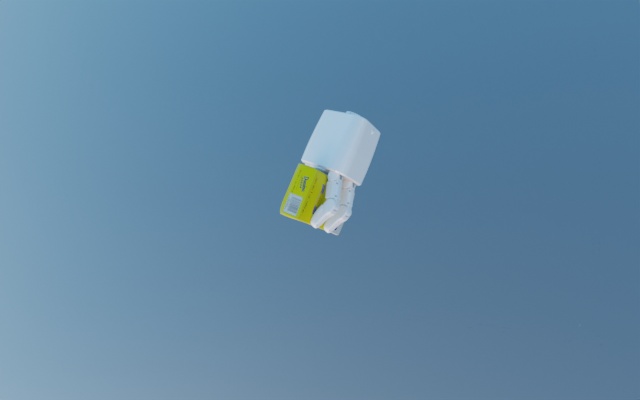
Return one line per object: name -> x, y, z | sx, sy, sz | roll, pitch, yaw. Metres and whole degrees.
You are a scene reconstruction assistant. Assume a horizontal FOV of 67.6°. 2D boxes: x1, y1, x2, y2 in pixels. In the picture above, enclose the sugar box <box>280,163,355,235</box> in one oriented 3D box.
sugar box -> 0.001, 0.003, 0.870 | 0.048, 0.093, 0.176 | 22, -1, 31
